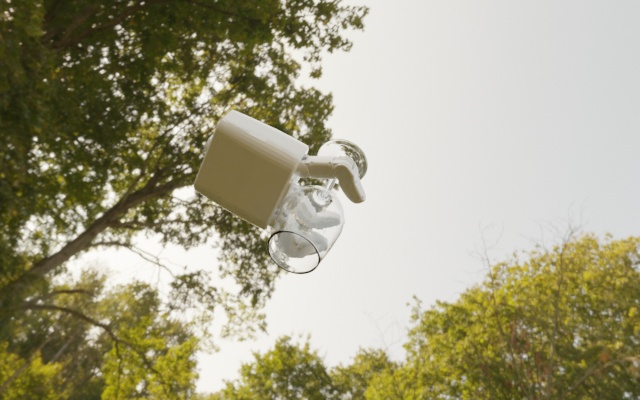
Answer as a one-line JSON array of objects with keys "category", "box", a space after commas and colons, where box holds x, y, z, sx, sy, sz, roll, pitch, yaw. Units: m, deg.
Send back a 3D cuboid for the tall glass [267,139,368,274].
[{"category": "tall glass", "box": [0.000, 0.002, 0.595, 0.079, 0.079, 0.201, 0, 34, 21]}]
